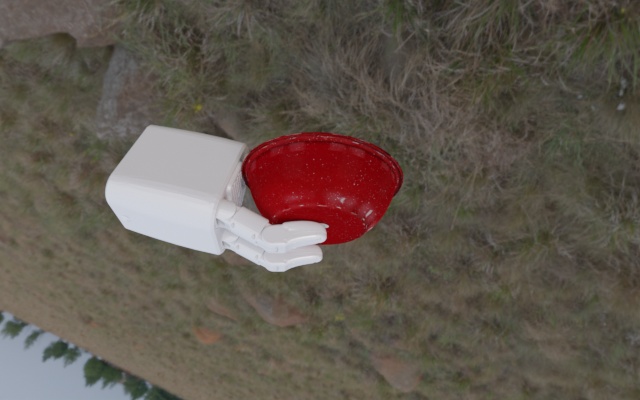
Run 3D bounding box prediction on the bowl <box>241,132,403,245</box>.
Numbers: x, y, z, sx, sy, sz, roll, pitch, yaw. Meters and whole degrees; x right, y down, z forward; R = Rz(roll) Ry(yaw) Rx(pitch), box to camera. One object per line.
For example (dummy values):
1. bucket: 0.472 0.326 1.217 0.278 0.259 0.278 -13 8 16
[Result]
1. bowl: 0.001 0.002 0.468 0.162 0.055 0.162 3 -27 1
